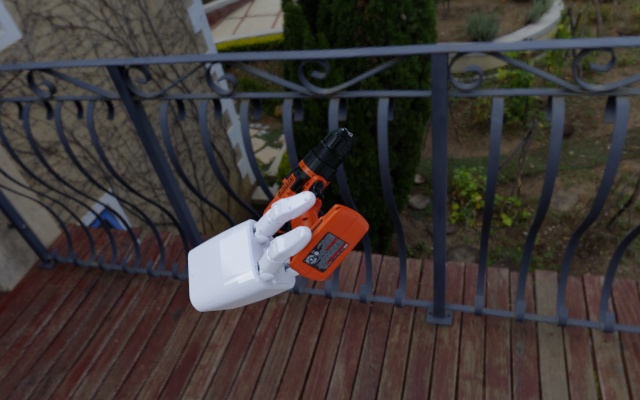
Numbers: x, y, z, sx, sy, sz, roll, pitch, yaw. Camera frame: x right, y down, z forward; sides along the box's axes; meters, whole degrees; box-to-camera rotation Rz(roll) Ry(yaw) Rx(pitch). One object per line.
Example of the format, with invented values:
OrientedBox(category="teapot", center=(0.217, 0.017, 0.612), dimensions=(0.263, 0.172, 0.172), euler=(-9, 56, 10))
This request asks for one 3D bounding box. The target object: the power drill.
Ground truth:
OrientedBox(category="power drill", center=(0.000, 0.002, 0.637), dimensions=(0.057, 0.184, 0.187), euler=(31, 16, -26))
